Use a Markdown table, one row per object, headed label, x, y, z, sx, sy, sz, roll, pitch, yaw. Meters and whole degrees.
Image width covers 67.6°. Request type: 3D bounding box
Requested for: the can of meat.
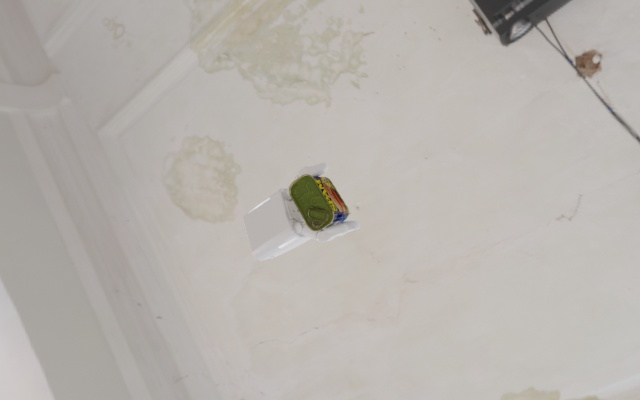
| label | x | y | z | sx | sy | sz | roll | pitch | yaw |
| --- | --- | --- | --- | --- | --- | --- | --- | --- | --- |
| can of meat | 0.000 | 0.003 | 0.886 | 0.057 | 0.102 | 0.084 | -36 | -13 | 22 |
